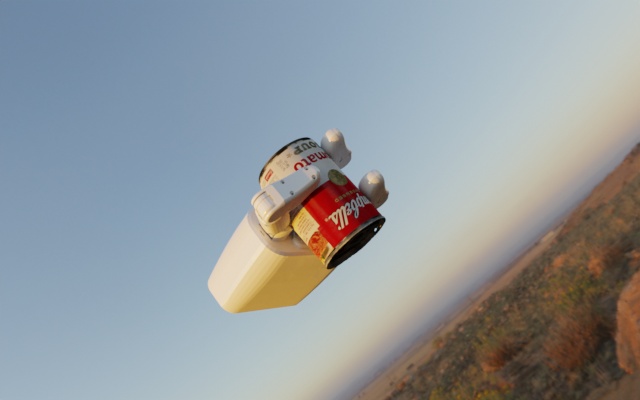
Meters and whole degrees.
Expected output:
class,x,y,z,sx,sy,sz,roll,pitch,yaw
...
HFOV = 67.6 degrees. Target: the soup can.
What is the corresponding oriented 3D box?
class,x,y,z,sx,sy,sz,roll,pitch,yaw
soup can,0.000,0.001,0.430,0.068,0.102,0.068,-36,-18,-14
